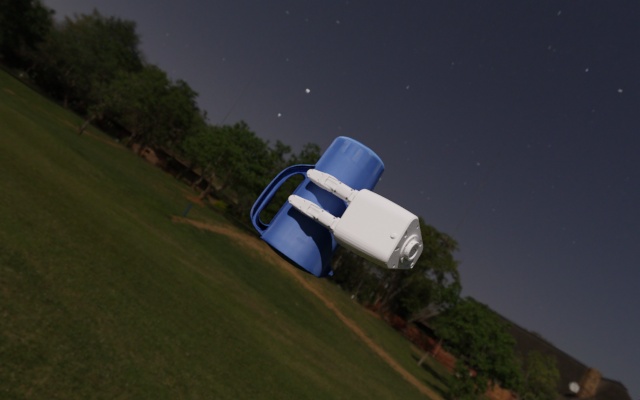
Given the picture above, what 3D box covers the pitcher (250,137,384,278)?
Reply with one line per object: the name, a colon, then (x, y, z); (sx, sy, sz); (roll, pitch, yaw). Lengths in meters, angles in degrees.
pitcher: (0.000, 0.003, 0.859); (0.145, 0.243, 0.149); (29, -10, 34)
